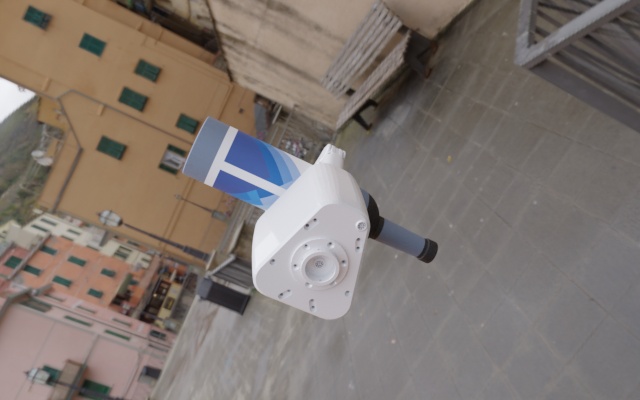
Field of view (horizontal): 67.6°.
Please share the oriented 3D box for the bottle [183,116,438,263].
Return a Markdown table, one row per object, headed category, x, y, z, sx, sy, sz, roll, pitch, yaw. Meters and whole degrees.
| category | x | y | z | sx | sy | sz | roll | pitch | yaw |
| --- | --- | --- | --- | --- | --- | --- | --- | --- | --- |
| bottle | 0.000 | 0.002 | 0.531 | 0.296 | 0.069 | 0.069 | 25 | -6 | -12 |
